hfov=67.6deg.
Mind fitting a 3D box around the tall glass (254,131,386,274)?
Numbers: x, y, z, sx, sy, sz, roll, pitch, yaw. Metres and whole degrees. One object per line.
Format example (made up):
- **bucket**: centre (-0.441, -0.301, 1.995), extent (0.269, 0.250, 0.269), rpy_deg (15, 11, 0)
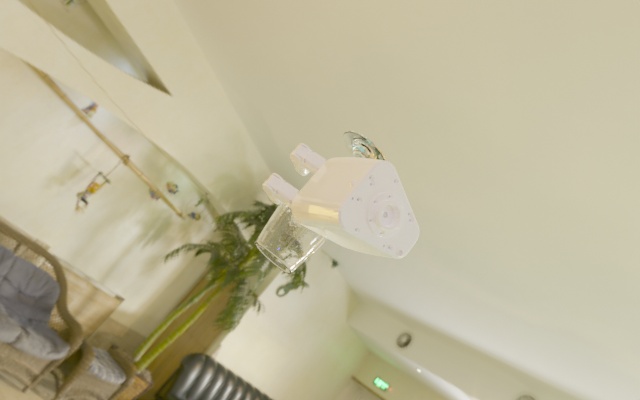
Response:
- **tall glass**: centre (0.000, 0.002, 0.640), extent (0.079, 0.201, 0.079), rpy_deg (36, -17, 13)
